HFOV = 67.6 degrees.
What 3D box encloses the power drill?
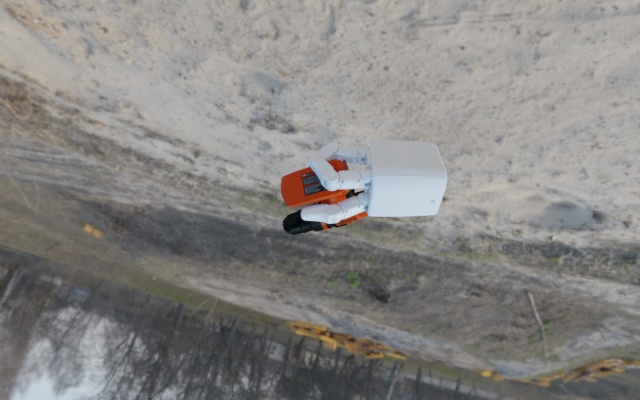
[{"bbox_3d":[0.000,0.002,0.791,0.184,0.057,0.188,-18,-19,10],"label":"power drill"}]
